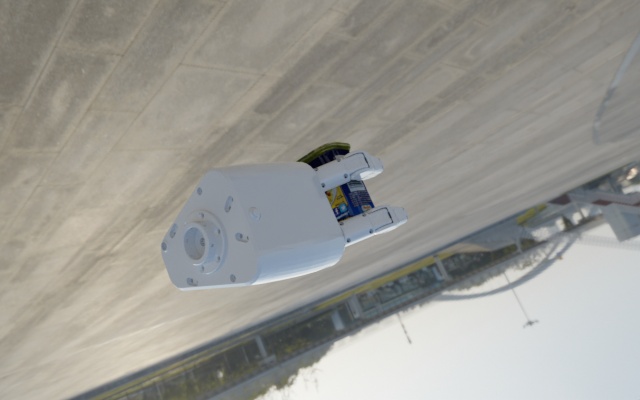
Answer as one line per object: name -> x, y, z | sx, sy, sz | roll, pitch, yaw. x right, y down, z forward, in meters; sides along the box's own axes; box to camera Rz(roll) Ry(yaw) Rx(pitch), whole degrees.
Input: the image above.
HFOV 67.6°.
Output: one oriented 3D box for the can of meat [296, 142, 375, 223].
can of meat -> 0.000, 0.002, 0.489 | 0.102, 0.084, 0.057 | -31, -14, 30
